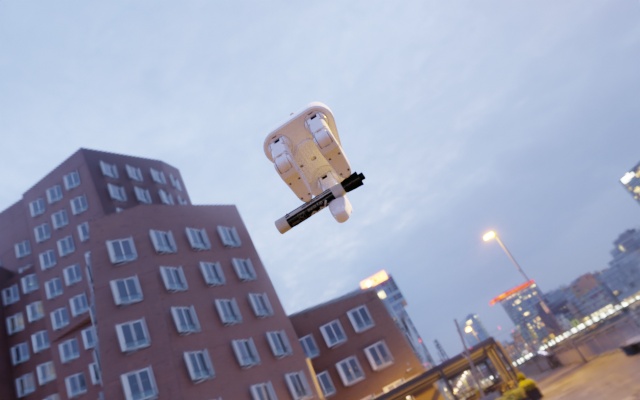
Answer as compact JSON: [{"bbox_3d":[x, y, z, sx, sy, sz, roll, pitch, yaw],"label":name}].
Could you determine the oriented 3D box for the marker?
[{"bbox_3d":[0.000,0.002,0.567,0.121,0.020,0.020,-32,-5,8],"label":"marker"}]
